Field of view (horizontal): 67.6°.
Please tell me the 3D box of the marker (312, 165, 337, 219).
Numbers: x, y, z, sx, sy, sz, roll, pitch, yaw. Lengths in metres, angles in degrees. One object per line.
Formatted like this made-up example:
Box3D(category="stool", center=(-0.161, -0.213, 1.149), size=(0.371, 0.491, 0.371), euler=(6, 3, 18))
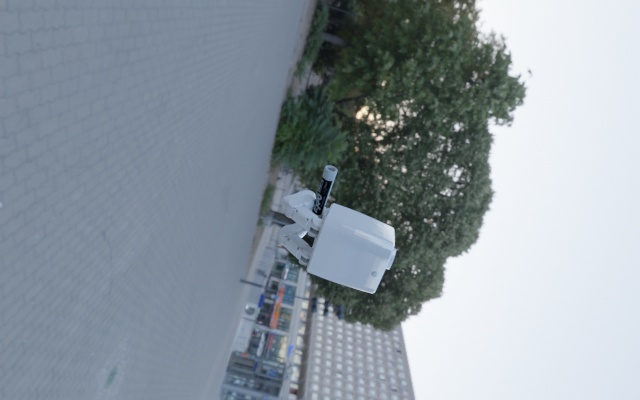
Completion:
Box3D(category="marker", center=(0.000, 0.002, 0.720), size=(0.020, 0.121, 0.020), euler=(12, 33, -8))
